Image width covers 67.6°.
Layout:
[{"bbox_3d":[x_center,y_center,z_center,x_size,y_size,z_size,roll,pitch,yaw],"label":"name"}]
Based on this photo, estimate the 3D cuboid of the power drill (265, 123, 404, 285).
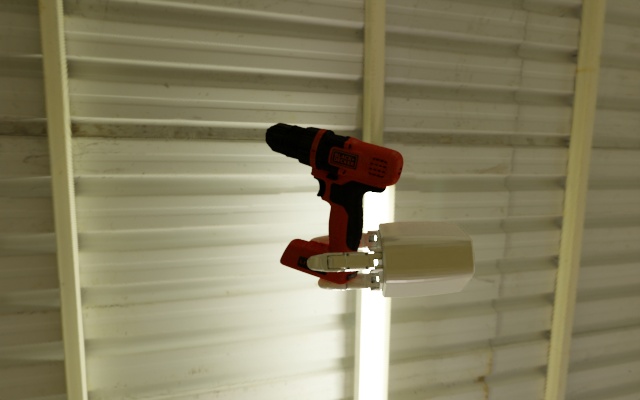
[{"bbox_3d":[0.000,0.003,0.621,0.184,0.188,0.057,17,18,19],"label":"power drill"}]
